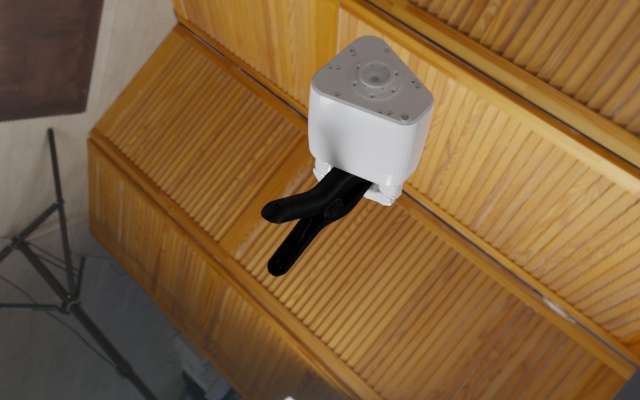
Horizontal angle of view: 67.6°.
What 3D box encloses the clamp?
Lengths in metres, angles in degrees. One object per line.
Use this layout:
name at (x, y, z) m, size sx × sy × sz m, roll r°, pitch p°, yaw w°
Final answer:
clamp at (0.001, 0.002, 0.520) m, size 0.039 × 0.171 × 0.120 m, roll 39°, pitch -21°, yaw 18°
